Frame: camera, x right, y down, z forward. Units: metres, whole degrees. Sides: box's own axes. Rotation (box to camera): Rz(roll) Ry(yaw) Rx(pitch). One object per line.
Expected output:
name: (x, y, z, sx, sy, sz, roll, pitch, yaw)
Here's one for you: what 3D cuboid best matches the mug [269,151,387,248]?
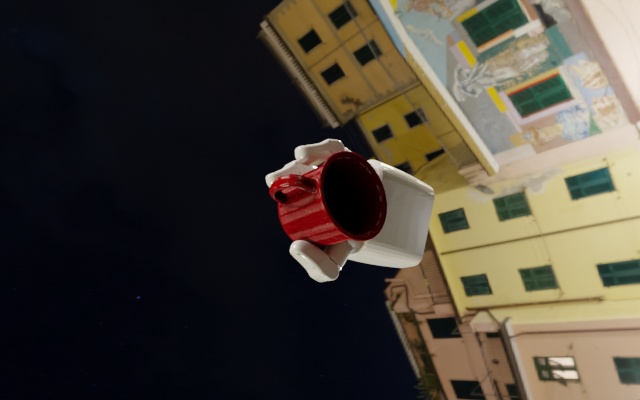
mug: (-0.001, 0.001, 0.495, 0.117, 0.093, 0.081, 18, -26, -37)
